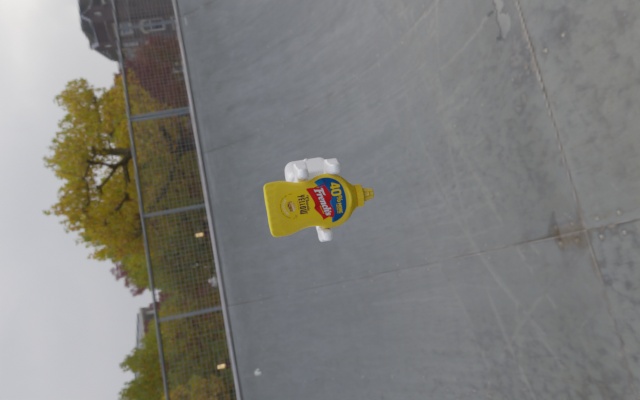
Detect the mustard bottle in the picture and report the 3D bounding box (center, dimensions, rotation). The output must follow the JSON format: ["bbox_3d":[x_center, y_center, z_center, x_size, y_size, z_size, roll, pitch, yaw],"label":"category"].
[{"bbox_3d":[0.000,0.003,0.845,0.191,0.096,0.058,-9,-3,-7],"label":"mustard bottle"}]
